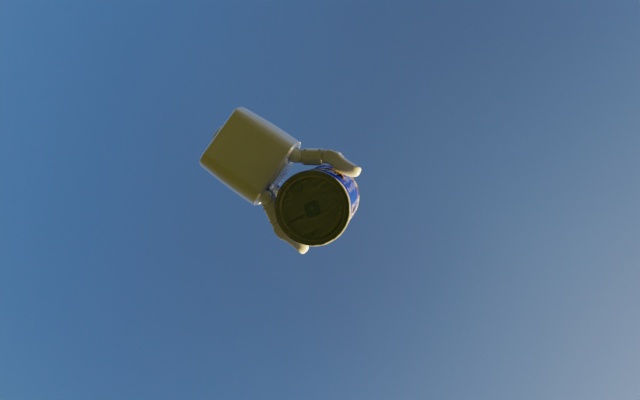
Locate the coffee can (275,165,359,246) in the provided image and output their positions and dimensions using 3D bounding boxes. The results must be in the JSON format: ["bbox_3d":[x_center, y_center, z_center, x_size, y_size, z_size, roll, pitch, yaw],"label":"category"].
[{"bbox_3d":[0.000,0.002,0.700,0.103,0.103,0.140,0,7,10],"label":"coffee can"}]
